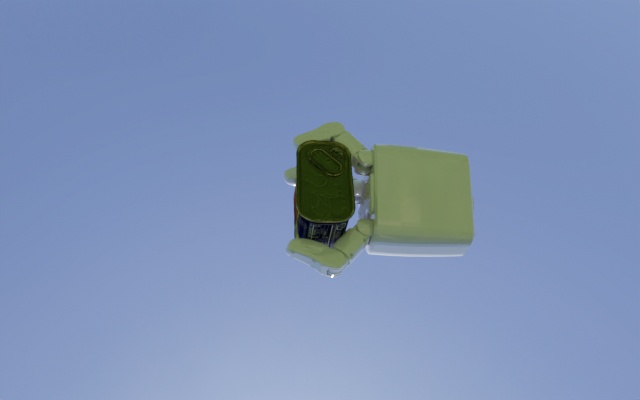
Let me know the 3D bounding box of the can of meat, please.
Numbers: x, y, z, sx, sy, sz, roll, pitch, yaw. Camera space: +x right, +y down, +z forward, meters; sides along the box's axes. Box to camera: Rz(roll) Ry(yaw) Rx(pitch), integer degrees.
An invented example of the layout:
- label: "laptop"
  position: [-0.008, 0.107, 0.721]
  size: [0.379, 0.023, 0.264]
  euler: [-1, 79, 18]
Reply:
- label: "can of meat"
  position: [0.000, 0.002, 0.508]
  size: [0.057, 0.102, 0.084]
  euler: [2, -35, -6]
